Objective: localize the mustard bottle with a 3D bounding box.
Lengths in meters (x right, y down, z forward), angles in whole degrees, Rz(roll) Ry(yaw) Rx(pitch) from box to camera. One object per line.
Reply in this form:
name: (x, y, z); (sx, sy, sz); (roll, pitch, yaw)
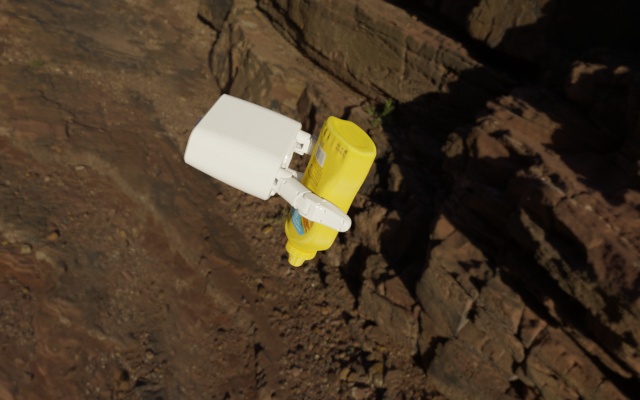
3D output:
mustard bottle: (0.001, 0.002, 0.580); (0.058, 0.192, 0.096); (11, 29, -25)
